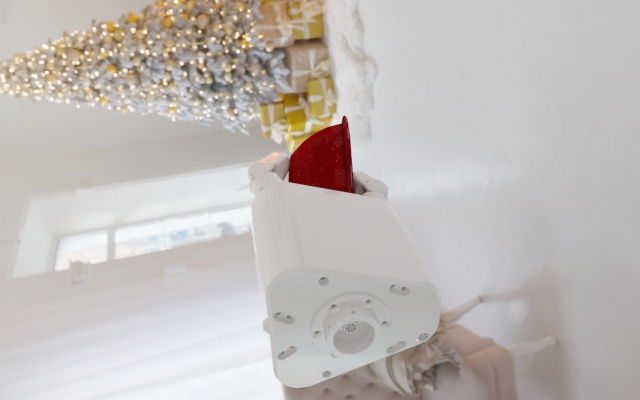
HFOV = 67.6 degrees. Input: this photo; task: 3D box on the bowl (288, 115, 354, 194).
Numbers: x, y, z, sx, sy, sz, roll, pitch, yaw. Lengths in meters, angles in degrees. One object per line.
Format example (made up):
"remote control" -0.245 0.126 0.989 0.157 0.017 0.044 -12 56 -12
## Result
"bowl" 0.000 0.001 0.456 0.055 0.162 0.162 -2 0 0
